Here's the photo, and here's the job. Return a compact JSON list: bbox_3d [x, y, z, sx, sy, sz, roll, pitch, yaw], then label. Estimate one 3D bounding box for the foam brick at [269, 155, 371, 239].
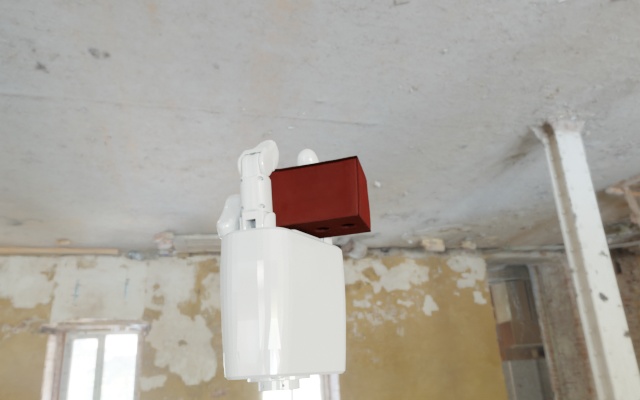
[{"bbox_3d":[0.000,0.001,0.401,0.078,0.051,0.053,-9,-22,14],"label":"foam brick"}]
